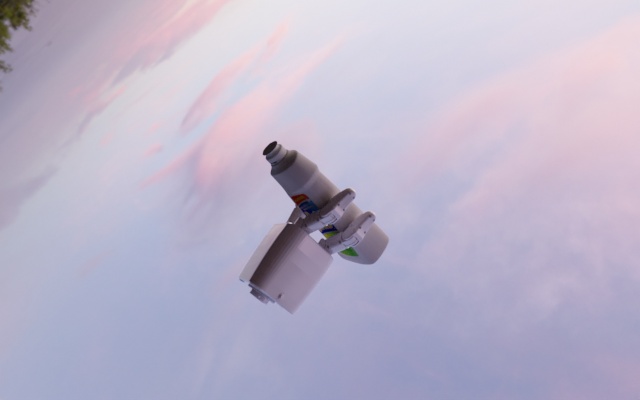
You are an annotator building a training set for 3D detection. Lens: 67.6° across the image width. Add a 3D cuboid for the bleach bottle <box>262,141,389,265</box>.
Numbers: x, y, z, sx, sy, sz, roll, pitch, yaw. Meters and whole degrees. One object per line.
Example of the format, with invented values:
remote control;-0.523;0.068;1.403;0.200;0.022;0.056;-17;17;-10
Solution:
bleach bottle;0.000;0.002;0.741;0.251;0.068;0.102;45;-20;-30
